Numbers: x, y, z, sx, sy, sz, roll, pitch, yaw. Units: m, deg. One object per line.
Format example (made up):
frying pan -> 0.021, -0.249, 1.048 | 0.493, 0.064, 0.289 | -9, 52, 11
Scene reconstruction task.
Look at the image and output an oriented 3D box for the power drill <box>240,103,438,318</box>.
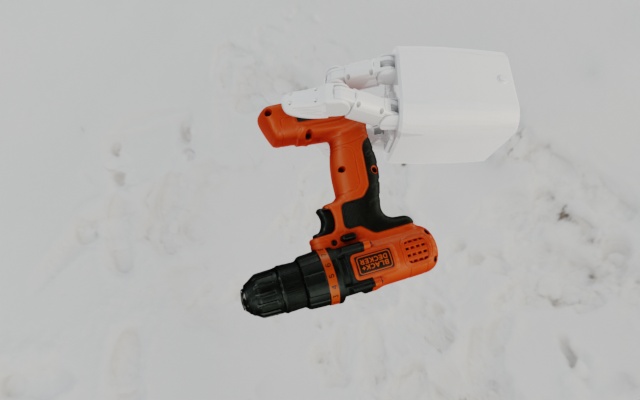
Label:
power drill -> 0.000, 0.001, 0.444 | 0.184, 0.187, 0.057 | -14, -7, -13
